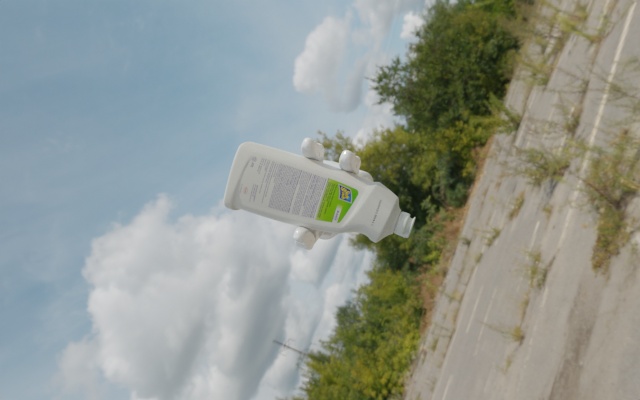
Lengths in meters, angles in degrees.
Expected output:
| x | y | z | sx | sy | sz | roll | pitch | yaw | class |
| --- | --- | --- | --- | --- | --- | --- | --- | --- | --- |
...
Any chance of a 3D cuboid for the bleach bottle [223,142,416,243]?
| x | y | z | sx | sy | sz | roll | pitch | yaw | class |
| --- | --- | --- | --- | --- | --- | --- | --- | --- | --- |
| 0.000 | 0.002 | 0.643 | 0.251 | 0.102 | 0.068 | 20 | 11 | 13 | bleach bottle |
